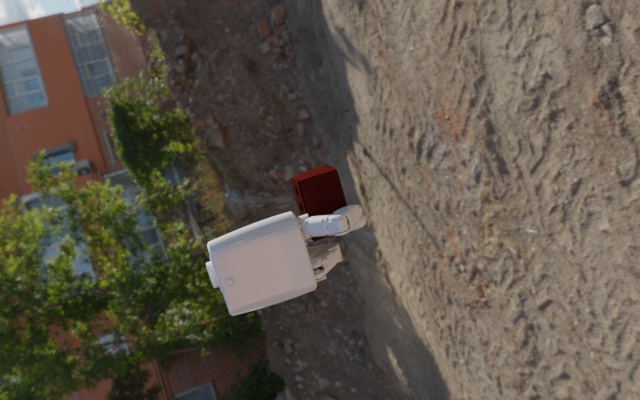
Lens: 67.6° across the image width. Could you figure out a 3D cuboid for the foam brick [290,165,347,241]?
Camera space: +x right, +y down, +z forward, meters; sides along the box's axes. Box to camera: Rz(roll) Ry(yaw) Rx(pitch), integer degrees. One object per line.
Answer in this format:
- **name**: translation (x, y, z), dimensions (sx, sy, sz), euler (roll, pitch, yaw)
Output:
- **foam brick**: translation (0.000, 0.002, 0.588), dimensions (0.051, 0.078, 0.053), euler (-18, 12, -10)
